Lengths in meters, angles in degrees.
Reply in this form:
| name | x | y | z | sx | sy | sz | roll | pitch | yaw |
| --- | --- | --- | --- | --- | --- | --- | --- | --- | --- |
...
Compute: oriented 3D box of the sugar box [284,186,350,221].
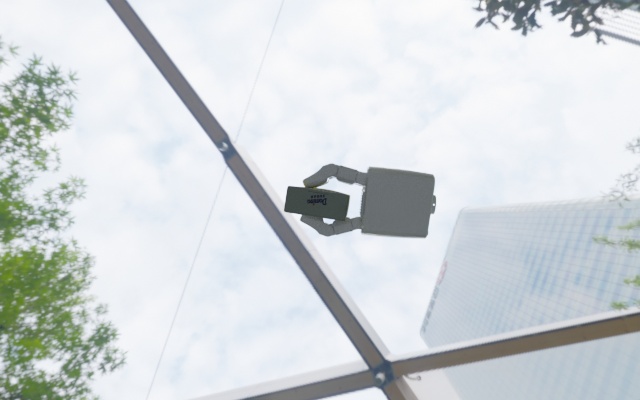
| name | x | y | z | sx | sy | sz | roll | pitch | yaw |
| --- | --- | --- | --- | --- | --- | --- | --- | --- | --- |
| sugar box | 0.000 | 0.002 | 0.772 | 0.093 | 0.048 | 0.176 | 9 | -1 | 3 |
